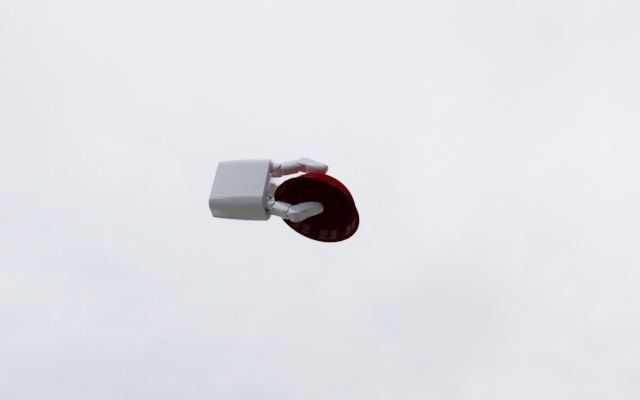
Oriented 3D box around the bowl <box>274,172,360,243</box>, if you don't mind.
[{"bbox_3d":[0.002,0.003,0.865,0.162,0.162,0.055,0,42,26],"label":"bowl"}]
